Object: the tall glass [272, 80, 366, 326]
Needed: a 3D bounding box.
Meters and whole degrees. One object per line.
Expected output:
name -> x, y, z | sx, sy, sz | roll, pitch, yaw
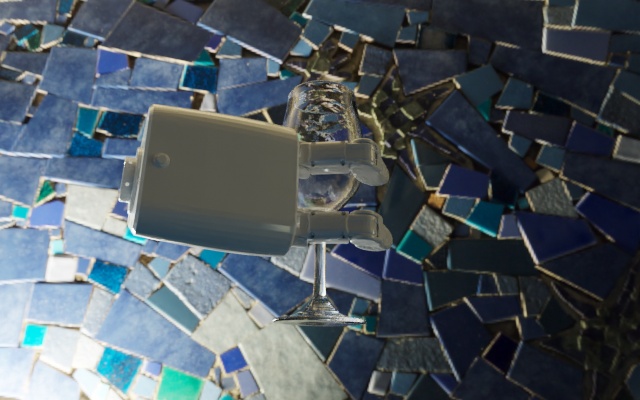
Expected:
tall glass -> 0.000, 0.002, 0.405 | 0.079, 0.201, 0.079 | 1, -18, 0
